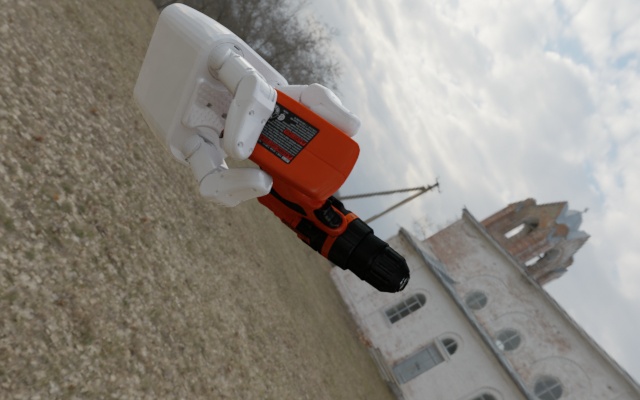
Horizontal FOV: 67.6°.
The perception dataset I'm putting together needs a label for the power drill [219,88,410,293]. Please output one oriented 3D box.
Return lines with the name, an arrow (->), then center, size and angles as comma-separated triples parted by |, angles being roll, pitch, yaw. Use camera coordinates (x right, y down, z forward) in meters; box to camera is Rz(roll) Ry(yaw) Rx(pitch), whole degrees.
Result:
power drill -> 0.000, 0.001, 0.415 | 0.184, 0.057, 0.188 | 34, -17, 21
